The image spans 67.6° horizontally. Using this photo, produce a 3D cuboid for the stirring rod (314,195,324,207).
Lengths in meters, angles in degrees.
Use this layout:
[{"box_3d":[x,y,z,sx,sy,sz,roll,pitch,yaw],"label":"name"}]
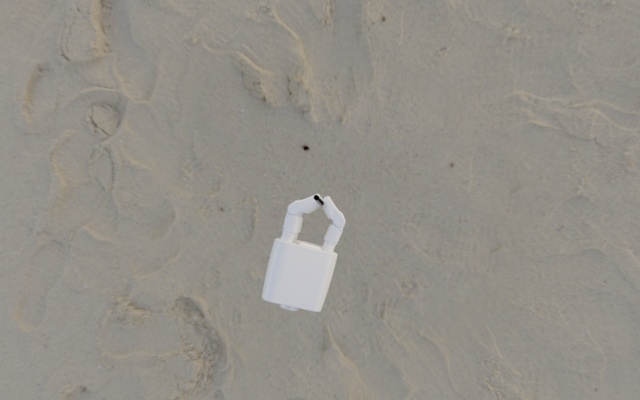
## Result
[{"box_3d":[0.000,0.003,0.794,0.011,0.011,0.239,0,-3,3],"label":"stirring rod"}]
